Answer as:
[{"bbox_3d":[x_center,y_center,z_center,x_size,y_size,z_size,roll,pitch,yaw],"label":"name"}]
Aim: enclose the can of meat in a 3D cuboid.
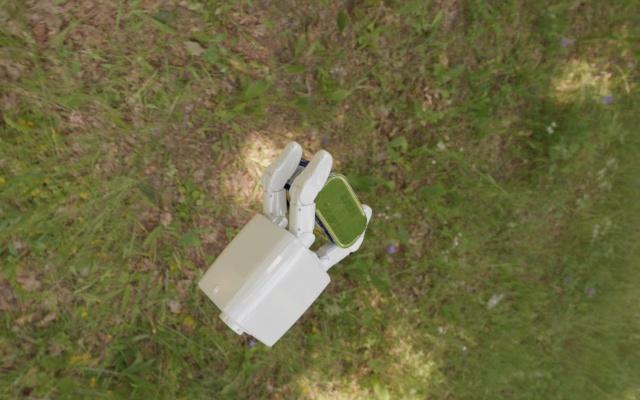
[{"bbox_3d":[0.000,0.002,0.563,0.084,0.057,0.102,27,-24,50],"label":"can of meat"}]
